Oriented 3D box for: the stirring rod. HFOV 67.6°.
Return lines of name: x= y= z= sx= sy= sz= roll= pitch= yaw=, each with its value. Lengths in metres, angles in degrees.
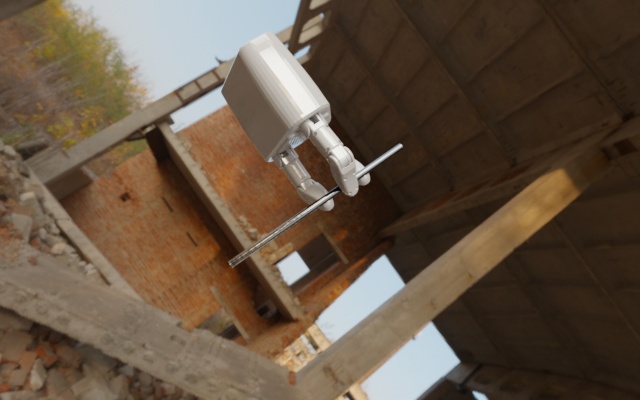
stirring rod: x=0.000 y=0.002 z=0.533 sx=0.239 sy=0.011 sz=0.011 roll=-35 pitch=11 yaw=-16
